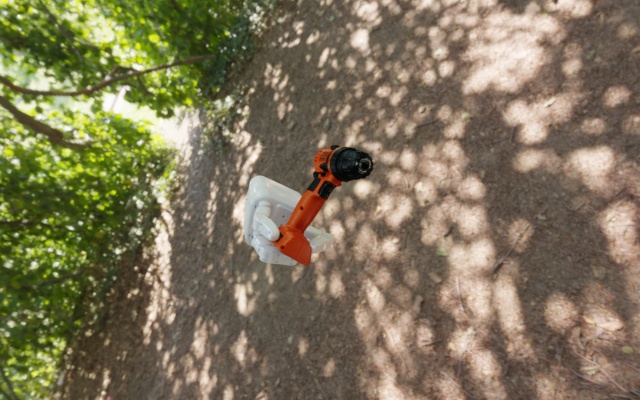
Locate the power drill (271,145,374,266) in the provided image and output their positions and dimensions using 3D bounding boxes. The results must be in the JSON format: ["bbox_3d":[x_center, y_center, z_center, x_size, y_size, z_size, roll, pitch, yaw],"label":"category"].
[{"bbox_3d":[0.000,0.003,0.726,0.057,0.187,0.184,33,-4,-15],"label":"power drill"}]
